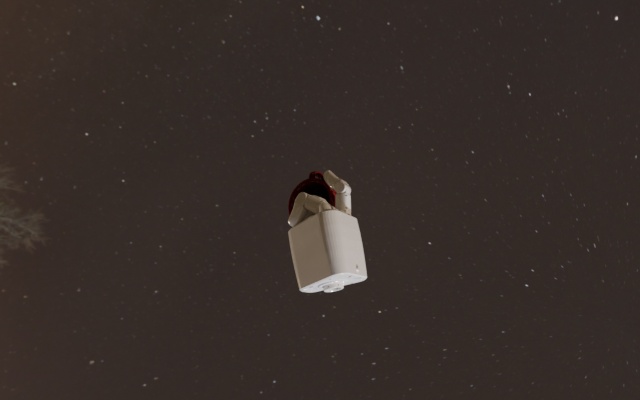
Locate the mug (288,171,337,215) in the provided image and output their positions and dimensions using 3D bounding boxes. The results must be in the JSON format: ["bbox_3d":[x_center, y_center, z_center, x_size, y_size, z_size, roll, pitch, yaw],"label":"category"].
[{"bbox_3d":[0.000,0.002,0.882,0.093,0.117,0.081,-19,-23,27],"label":"mug"}]
